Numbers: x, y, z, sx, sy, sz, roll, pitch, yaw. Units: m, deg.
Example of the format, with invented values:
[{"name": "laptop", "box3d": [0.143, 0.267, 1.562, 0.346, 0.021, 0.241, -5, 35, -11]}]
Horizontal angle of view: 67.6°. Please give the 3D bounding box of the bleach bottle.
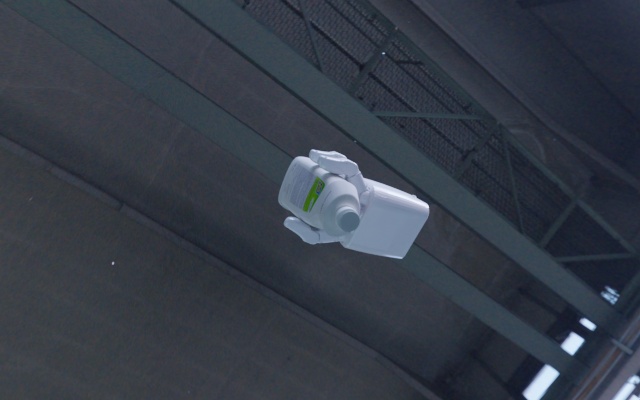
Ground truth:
[{"name": "bleach bottle", "box3d": [0.000, 0.002, 0.732, 0.068, 0.102, 0.250, 16, 10, -20]}]
